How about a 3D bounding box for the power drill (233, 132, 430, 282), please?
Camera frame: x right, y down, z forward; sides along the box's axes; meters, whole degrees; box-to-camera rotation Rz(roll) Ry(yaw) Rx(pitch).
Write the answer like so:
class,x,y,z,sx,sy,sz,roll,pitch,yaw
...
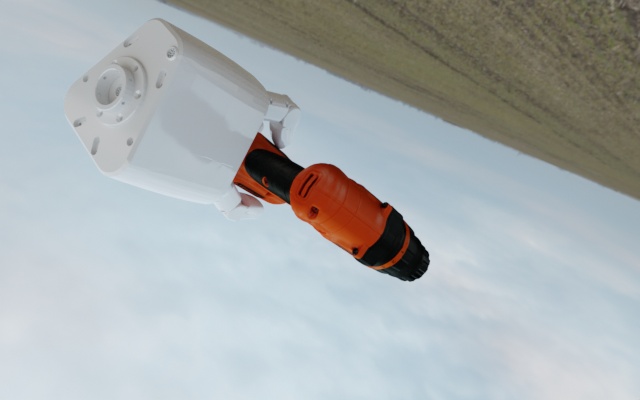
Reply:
class,x,y,z,sx,sy,sz,roll,pitch,yaw
power drill,0.000,0.001,0.439,0.187,0.057,0.184,28,-8,43
